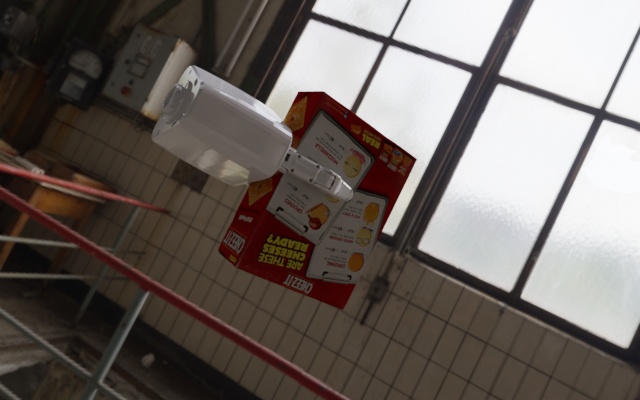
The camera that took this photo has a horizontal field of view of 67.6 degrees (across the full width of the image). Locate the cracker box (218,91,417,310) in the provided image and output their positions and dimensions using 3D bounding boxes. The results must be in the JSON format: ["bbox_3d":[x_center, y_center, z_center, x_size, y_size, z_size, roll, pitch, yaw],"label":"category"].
[{"bbox_3d":[0.000,0.002,0.578,0.164,0.213,0.072,29,-4,-32],"label":"cracker box"}]
